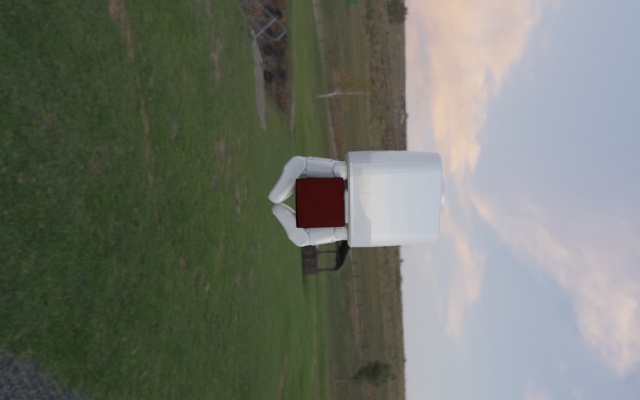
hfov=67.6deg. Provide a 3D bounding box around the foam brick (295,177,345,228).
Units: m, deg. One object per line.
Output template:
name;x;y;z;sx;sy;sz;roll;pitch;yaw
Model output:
foam brick;0.000;0.002;0.527;0.051;0.053;0.078;-1;1;1
